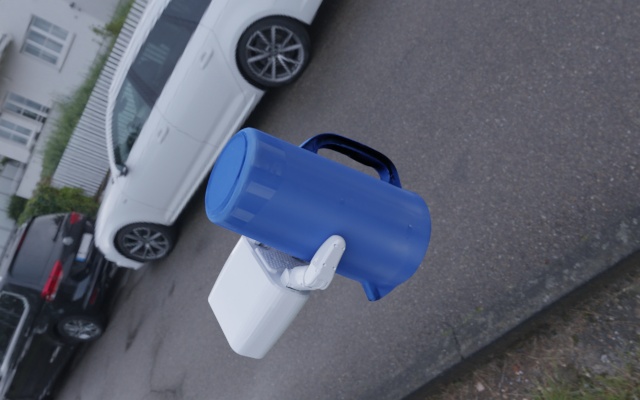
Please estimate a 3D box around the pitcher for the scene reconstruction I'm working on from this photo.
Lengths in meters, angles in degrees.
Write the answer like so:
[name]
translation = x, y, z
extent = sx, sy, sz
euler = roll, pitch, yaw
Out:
[pitcher]
translation = 0.000, 0.002, 0.556
extent = 0.243, 0.145, 0.149
euler = 23, 21, -29
